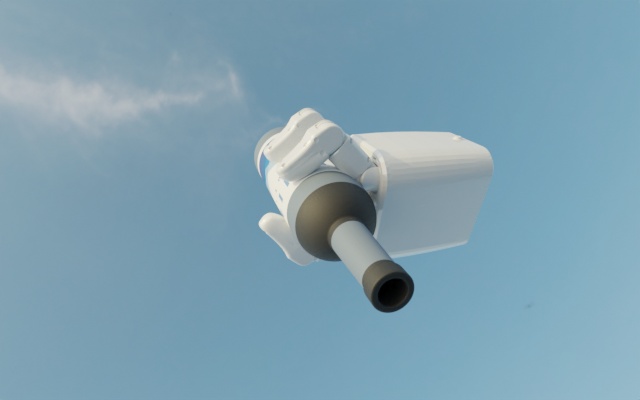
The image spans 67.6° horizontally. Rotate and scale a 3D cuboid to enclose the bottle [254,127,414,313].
[{"bbox_3d":[0.000,0.001,0.402,0.069,0.069,0.295,0,20,-17],"label":"bottle"}]
